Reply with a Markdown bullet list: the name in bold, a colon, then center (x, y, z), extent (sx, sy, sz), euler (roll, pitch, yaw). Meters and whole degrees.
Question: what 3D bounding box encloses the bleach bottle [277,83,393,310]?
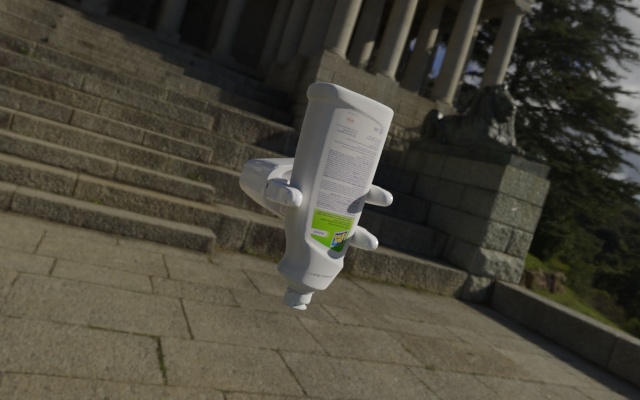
- **bleach bottle**: center (0.000, 0.002, 0.550), extent (0.102, 0.251, 0.068), euler (15, 4, -29)
